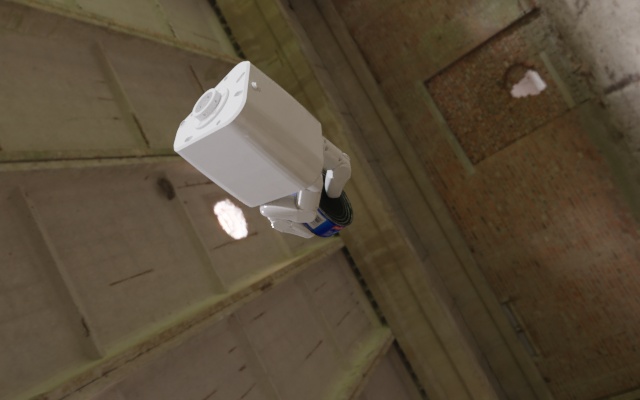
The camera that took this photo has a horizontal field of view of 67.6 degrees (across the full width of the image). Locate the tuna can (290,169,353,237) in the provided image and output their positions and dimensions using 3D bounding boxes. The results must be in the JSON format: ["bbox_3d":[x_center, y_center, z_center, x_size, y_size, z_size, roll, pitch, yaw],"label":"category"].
[{"bbox_3d":[0.000,0.002,0.586,0.034,0.086,0.086,-36,-17,26],"label":"tuna can"}]
